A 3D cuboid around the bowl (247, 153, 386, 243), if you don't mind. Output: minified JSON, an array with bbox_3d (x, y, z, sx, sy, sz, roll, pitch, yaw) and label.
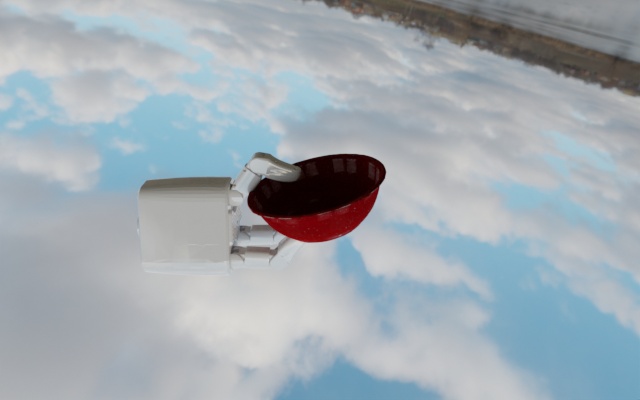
[{"bbox_3d":[0.001,0.002,0.552,0.162,0.055,0.162,-12,25,6],"label":"bowl"}]
